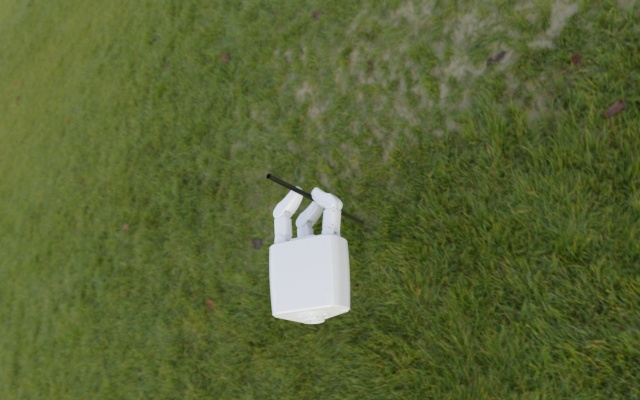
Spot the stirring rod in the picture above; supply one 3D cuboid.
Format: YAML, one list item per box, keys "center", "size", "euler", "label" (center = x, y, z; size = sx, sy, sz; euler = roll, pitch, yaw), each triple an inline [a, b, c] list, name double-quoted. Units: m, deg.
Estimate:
- center: [0.000, 0.003, 0.769]
  size: [0.011, 0.011, 0.239]
  euler: [0, -18, 41]
  label: "stirring rod"
